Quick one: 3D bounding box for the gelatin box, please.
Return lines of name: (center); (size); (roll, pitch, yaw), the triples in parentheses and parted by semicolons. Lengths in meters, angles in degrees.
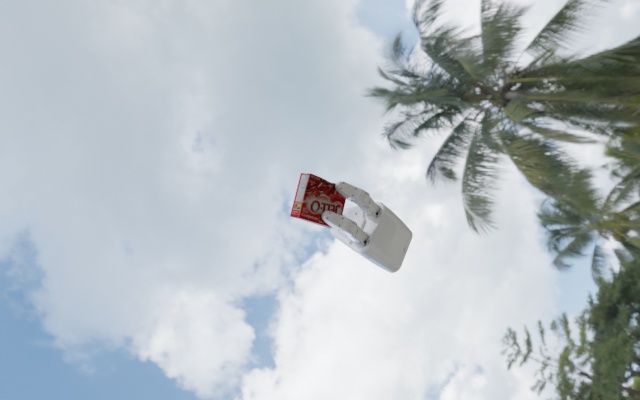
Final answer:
gelatin box: (0.000, 0.002, 0.778); (0.089, 0.073, 0.030); (20, -8, -38)
